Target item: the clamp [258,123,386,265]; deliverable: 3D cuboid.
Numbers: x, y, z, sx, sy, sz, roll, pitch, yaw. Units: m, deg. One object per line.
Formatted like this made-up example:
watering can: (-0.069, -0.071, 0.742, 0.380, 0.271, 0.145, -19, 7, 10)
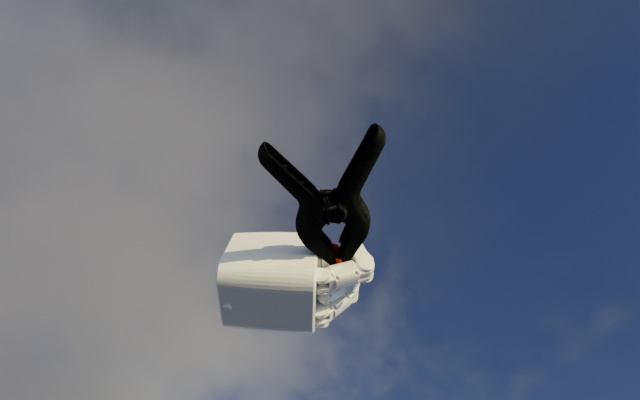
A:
clamp: (0.000, 0.001, 0.488, 0.120, 0.172, 0.039, 1, 33, -1)
